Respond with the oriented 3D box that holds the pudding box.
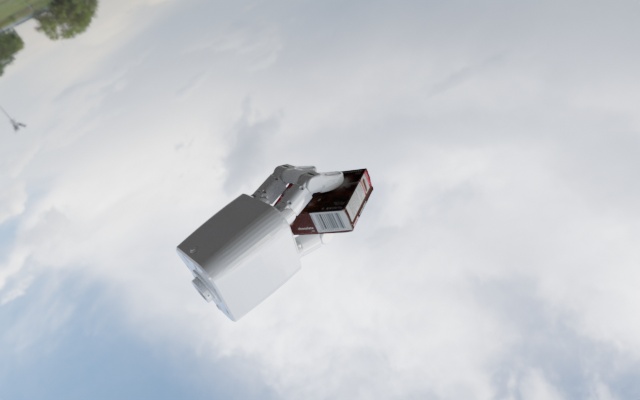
[{"bbox_3d":[0.000,0.002,0.603,0.113,0.039,0.090,-3,35,28],"label":"pudding box"}]
